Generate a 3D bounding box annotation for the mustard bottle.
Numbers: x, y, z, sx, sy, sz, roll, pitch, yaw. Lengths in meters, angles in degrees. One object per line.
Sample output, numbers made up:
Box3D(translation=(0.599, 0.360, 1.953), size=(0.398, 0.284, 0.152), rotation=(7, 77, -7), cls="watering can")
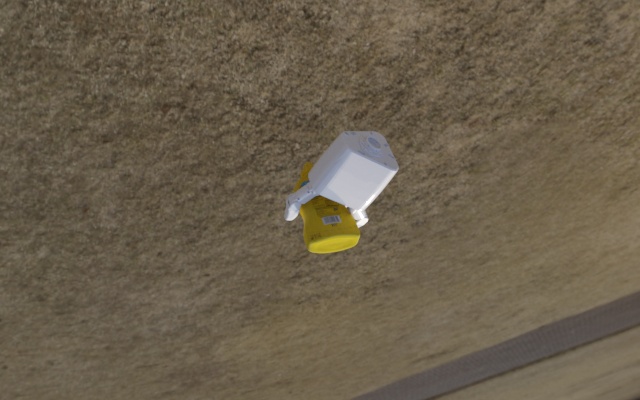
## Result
Box3D(translation=(0.000, 0.003, 0.883), size=(0.096, 0.191, 0.058), rotation=(-8, -36, -15), cls="mustard bottle")
